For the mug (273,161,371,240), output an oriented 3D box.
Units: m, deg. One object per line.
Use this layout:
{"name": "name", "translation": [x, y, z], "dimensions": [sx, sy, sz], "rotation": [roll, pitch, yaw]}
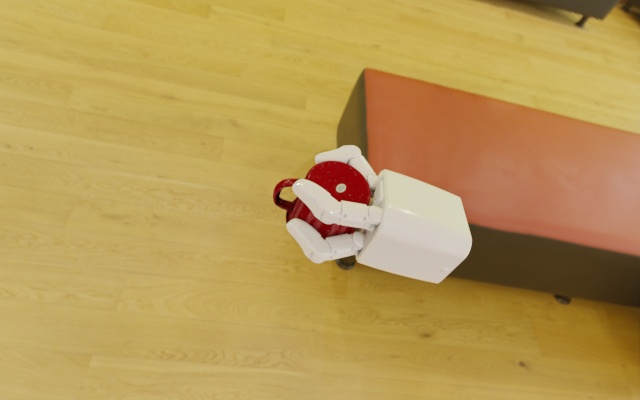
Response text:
{"name": "mug", "translation": [-0.001, 0.001, 0.582], "dimensions": [0.117, 0.093, 0.081], "rotation": [18, -39, -6]}
